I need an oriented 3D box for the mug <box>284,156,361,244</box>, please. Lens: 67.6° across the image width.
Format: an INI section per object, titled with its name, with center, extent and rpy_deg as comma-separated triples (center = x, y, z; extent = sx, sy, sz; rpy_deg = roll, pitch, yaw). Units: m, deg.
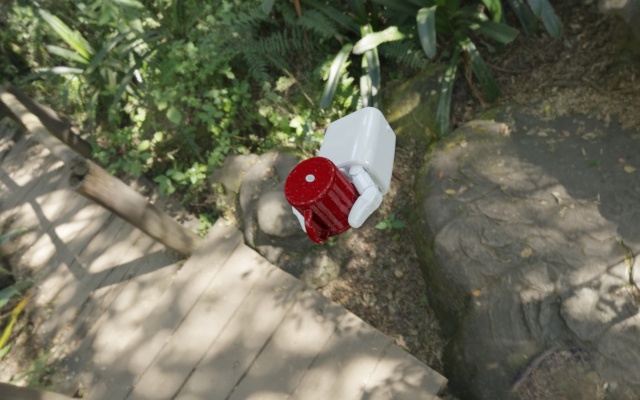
[mug]
center = 0.000, 0.003, 0.662
extent = 0.093, 0.117, 0.081
rpy_deg = -6, -34, 31
